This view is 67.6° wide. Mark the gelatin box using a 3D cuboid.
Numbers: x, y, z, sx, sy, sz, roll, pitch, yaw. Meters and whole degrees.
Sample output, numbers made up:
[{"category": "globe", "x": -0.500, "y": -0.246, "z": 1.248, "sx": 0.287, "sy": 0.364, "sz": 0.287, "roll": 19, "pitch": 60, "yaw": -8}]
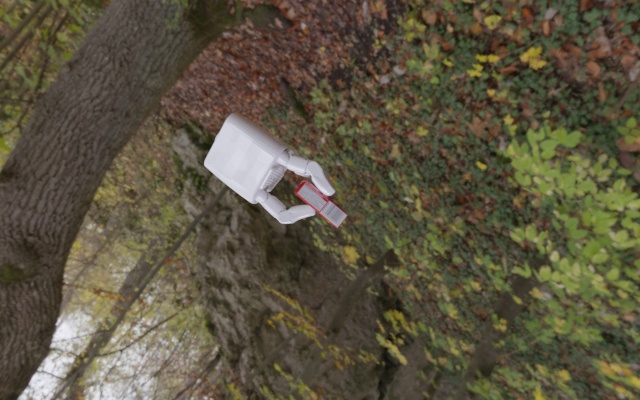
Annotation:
[{"category": "gelatin box", "x": 0.000, "y": 0.003, "z": 0.772, "sx": 0.089, "sy": 0.030, "sz": 0.073, "roll": 40, "pitch": 1, "yaw": -4}]
